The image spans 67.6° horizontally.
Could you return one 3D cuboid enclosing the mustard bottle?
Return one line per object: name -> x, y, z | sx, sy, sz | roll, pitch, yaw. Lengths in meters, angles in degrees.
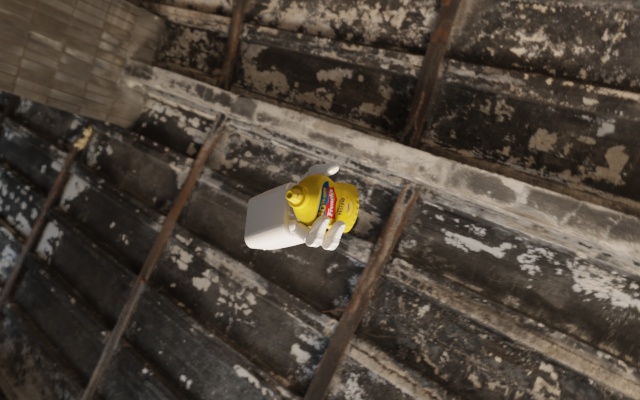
mustard bottle -> 0.001, 0.003, 0.878 | 0.058, 0.096, 0.191 | 11, -2, 35
